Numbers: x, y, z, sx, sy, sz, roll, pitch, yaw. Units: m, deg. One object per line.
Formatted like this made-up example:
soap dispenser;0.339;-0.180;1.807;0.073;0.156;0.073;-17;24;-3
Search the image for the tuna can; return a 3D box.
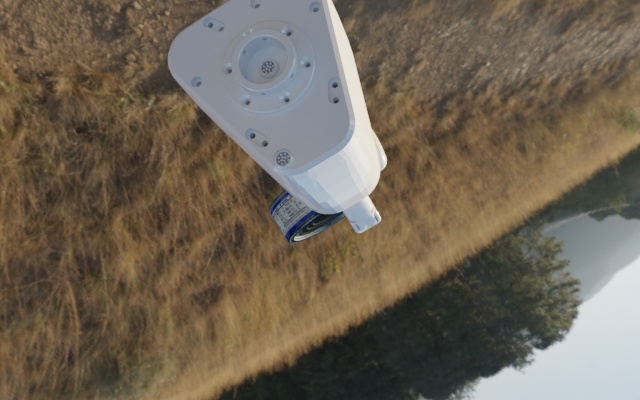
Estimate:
tuna can;0.000;0.002;0.415;0.086;0.033;0.086;-31;-12;-7
